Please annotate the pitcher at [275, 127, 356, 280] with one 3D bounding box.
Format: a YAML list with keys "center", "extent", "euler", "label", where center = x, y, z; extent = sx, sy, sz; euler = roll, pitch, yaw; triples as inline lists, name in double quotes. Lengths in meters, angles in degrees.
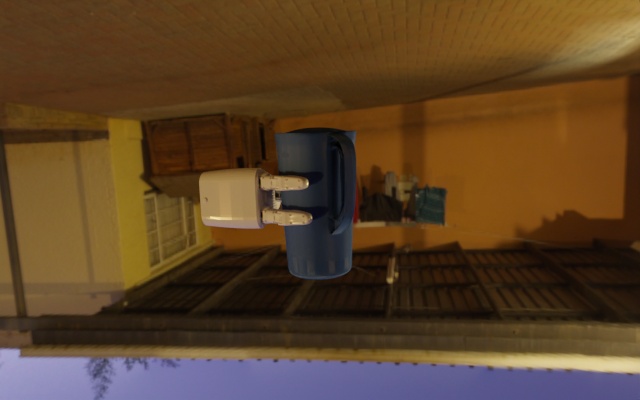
- center: [0.000, 0.003, 0.783]
  extent: [0.145, 0.243, 0.149]
  euler: [0, 8, 15]
  label: "pitcher"
